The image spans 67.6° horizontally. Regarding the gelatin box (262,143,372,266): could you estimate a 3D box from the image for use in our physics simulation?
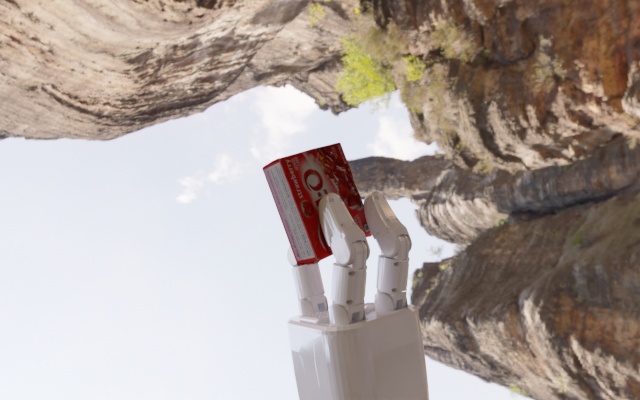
[{"bbox_3d":[0.000,0.001,0.405,0.073,0.089,0.030,-21,0,-43],"label":"gelatin box"}]
